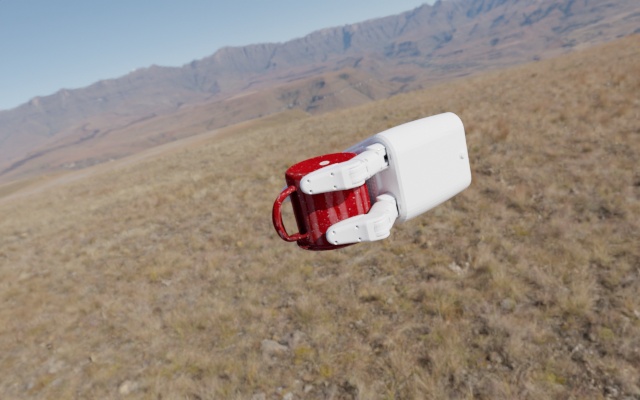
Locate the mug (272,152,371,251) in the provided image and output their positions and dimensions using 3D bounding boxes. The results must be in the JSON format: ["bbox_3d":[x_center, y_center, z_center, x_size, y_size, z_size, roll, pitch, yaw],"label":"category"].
[{"bbox_3d":[-0.001,0.002,0.503,0.117,0.081,0.093,-22,18,-28],"label":"mug"}]
